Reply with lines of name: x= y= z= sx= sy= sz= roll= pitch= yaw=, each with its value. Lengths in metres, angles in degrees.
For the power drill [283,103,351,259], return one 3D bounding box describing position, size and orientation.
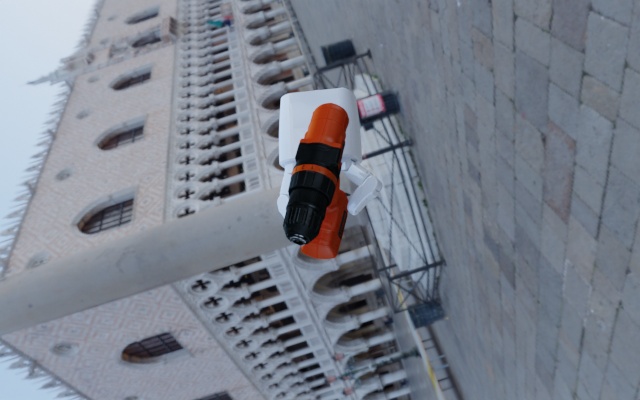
power drill: x=0.000 y=0.002 z=0.597 sx=0.057 sy=0.184 sz=0.188 roll=11 pitch=-30 yaw=8
